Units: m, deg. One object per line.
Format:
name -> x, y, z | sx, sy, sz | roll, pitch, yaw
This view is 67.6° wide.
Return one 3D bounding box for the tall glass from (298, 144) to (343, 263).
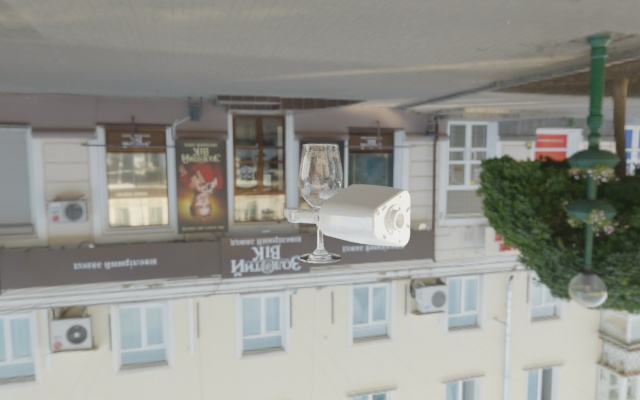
tall glass -> 0.000, 0.003, 0.831 | 0.079, 0.201, 0.079 | 0, 6, 0
